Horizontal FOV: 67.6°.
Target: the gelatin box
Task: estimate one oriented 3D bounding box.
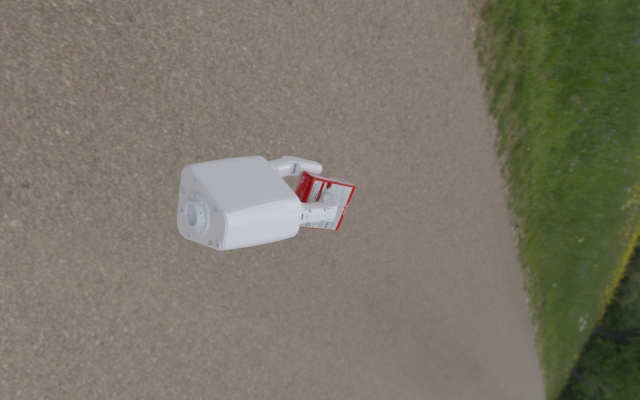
[{"bbox_3d":[0.001,0.002,0.674,0.089,0.073,0.030,9,17,-45],"label":"gelatin box"}]
